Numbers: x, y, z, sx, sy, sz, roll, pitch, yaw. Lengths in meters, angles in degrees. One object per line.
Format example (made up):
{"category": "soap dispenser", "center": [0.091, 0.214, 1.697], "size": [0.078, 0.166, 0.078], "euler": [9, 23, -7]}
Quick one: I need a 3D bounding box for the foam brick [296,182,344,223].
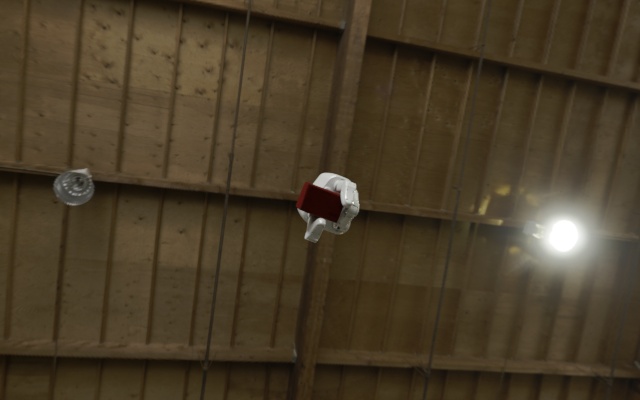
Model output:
{"category": "foam brick", "center": [0.000, 0.003, 0.892], "size": [0.078, 0.053, 0.051], "euler": [21, 3, -14]}
